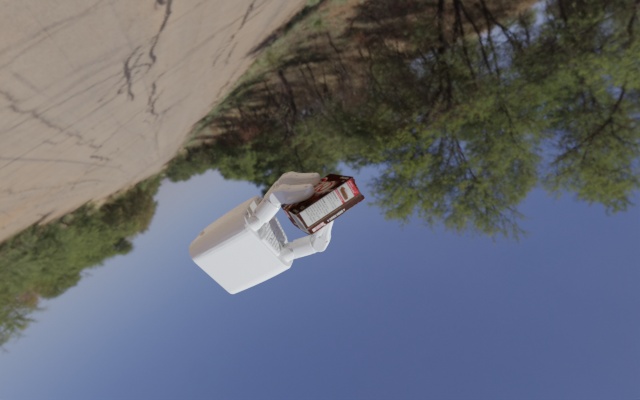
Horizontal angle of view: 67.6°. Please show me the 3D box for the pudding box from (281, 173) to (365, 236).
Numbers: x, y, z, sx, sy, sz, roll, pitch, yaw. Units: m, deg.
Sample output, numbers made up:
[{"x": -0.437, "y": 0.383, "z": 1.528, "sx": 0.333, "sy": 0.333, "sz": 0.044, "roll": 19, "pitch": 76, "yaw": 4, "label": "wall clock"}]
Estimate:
[{"x": 0.000, "y": 0.002, "z": 0.653, "sx": 0.090, "sy": 0.039, "sz": 0.113, "roll": -35, "pitch": 15, "yaw": -9, "label": "pudding box"}]
